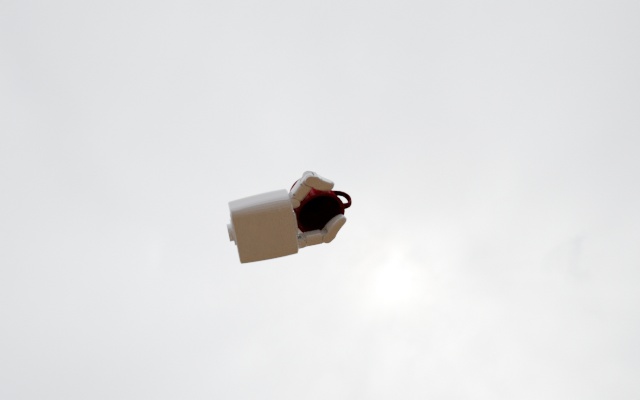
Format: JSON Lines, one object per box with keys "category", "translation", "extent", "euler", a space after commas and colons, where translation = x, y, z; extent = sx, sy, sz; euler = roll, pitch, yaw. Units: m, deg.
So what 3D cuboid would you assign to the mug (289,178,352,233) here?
{"category": "mug", "translation": [0.001, 0.002, 0.884], "extent": [0.117, 0.093, 0.081], "euler": [-11, 35, -13]}
